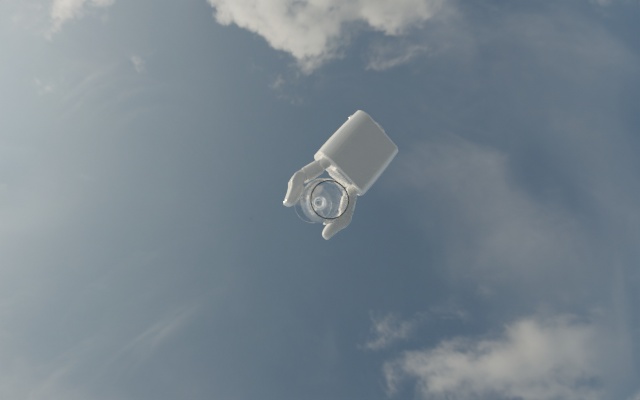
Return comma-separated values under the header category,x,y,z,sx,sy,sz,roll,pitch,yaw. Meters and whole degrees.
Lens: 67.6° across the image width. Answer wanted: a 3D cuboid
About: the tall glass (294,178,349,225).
category,x,y,z,sx,sy,sz,roll,pitch,yaw
tall glass,0.000,0.003,0.841,0.079,0.079,0.201,0,-2,-8
